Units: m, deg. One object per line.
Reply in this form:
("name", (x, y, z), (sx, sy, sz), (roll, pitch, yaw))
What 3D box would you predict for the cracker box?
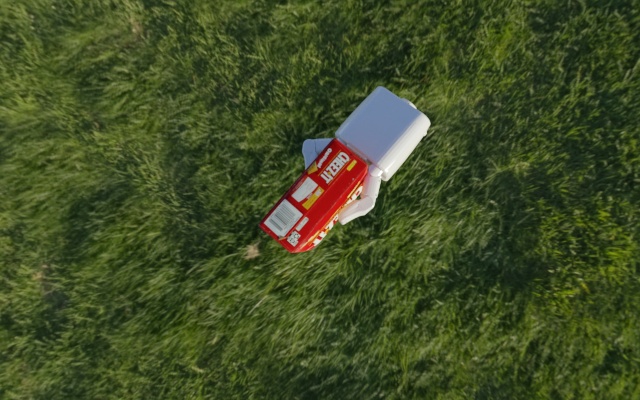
("cracker box", (0.000, 0.002, 0.756), (0.072, 0.164, 0.214), (41, 0, 7))
